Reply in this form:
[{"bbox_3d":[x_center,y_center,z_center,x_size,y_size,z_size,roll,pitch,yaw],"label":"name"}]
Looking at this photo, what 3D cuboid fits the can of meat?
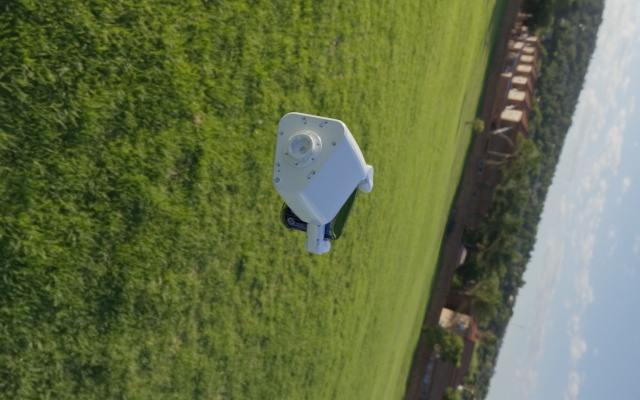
[{"bbox_3d":[0.000,0.003,0.709,0.084,0.102,0.057,14,-20,22],"label":"can of meat"}]
